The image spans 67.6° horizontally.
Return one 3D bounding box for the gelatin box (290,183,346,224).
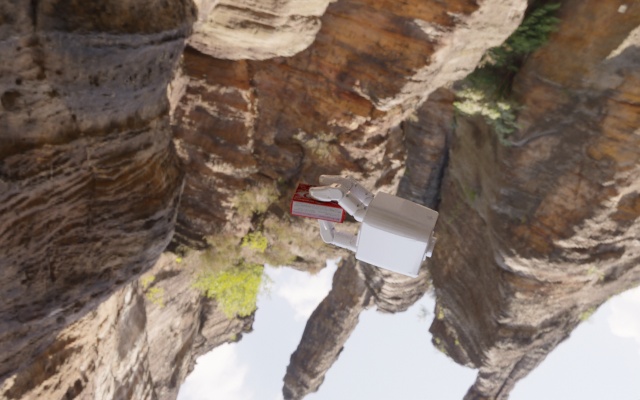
[{"bbox_3d":[0.000,0.003,0.791,0.089,0.030,0.073,9,25,4],"label":"gelatin box"}]
